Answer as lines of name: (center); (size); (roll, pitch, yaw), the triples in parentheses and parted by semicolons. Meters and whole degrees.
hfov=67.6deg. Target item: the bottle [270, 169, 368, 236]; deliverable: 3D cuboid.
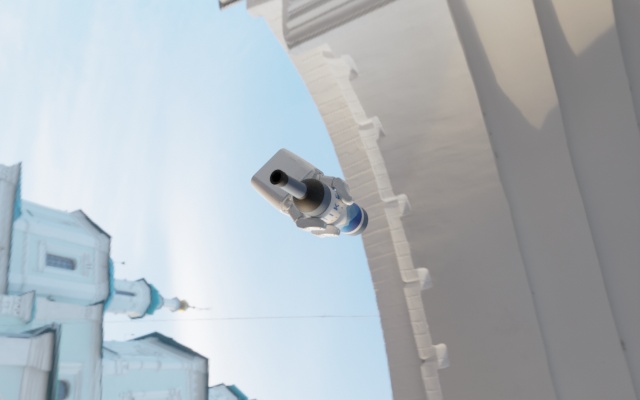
bottle: (0.000, 0.003, 0.897); (0.069, 0.069, 0.296); (0, -16, 31)
